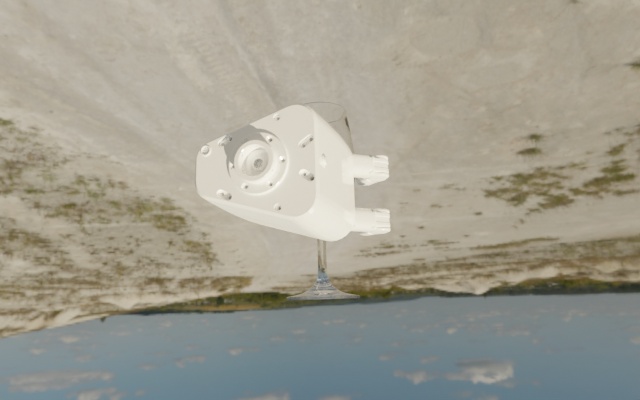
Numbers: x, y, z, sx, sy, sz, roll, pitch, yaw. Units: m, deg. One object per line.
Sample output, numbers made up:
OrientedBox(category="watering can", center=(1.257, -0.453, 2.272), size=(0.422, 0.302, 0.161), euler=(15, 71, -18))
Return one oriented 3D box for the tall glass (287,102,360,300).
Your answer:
OrientedBox(category="tall glass", center=(0.000, 0.002, 0.502), size=(0.079, 0.201, 0.079), euler=(-1, -12, 0))
